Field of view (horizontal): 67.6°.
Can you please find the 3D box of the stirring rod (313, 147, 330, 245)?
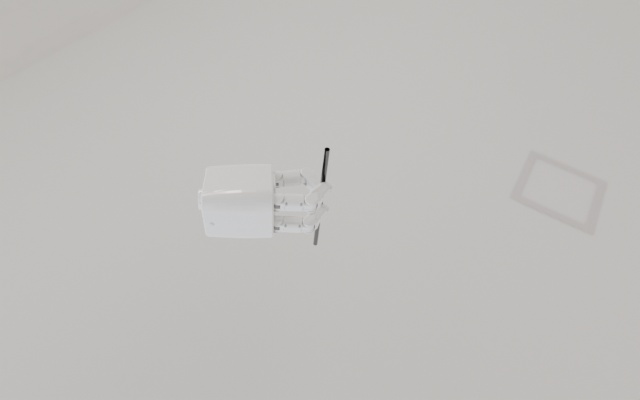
[{"bbox_3d":[0.000,0.002,0.782,0.011,0.011,0.240,0,-39,-6],"label":"stirring rod"}]
